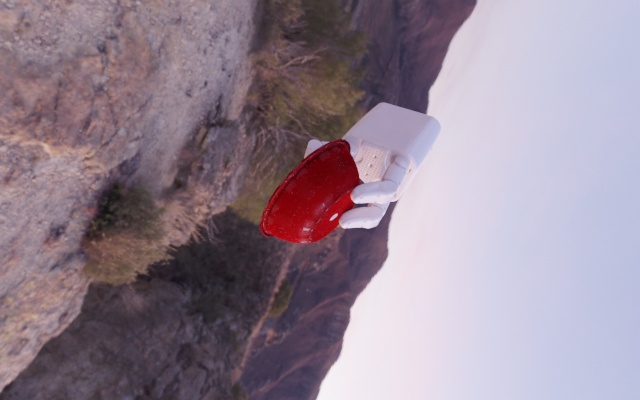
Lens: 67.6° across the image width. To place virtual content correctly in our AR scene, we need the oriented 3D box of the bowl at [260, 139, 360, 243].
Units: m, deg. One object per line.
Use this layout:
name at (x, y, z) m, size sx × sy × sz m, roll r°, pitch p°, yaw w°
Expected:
bowl at (-0.001, 0.003, 0.608) m, size 0.055 × 0.162 × 0.162 m, roll 43°, pitch 15°, yaw 17°
